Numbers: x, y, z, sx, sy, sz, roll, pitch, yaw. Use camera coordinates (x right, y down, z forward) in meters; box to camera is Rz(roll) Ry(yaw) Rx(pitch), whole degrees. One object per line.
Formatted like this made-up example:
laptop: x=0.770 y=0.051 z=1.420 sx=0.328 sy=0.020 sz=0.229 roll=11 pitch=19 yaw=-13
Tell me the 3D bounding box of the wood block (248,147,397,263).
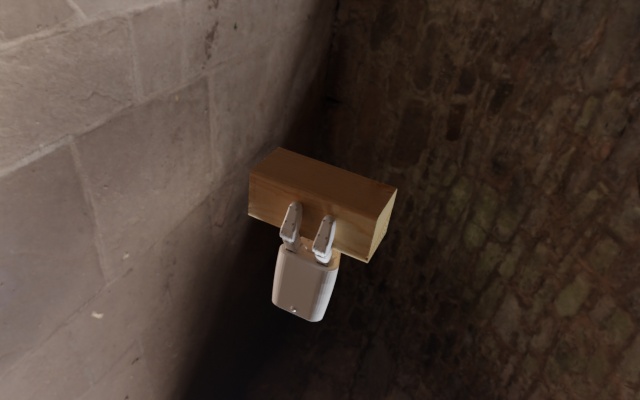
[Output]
wood block: x=0.000 y=0.003 z=0.740 sx=0.206 sy=0.090 sz=0.090 roll=21 pitch=37 yaw=17
